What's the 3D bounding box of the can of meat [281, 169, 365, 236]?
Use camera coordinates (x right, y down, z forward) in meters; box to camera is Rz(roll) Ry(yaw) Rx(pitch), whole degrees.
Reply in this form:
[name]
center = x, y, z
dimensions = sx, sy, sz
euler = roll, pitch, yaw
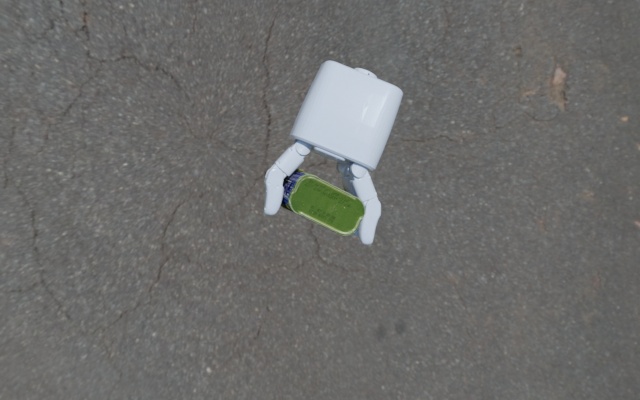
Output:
[can of meat]
center = 0.000, 0.002, 0.617
dimensions = 0.102, 0.057, 0.084
euler = 26, -1, -15
